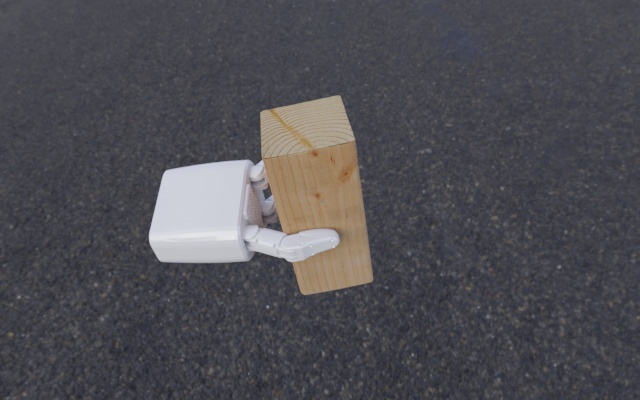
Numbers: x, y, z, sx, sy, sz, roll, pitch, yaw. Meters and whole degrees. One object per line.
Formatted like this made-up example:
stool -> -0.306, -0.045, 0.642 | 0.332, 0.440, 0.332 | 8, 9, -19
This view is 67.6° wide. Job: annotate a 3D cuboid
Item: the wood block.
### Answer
wood block -> 0.000, 0.002, 0.538 | 0.090, 0.206, 0.090 | -11, 41, 1
